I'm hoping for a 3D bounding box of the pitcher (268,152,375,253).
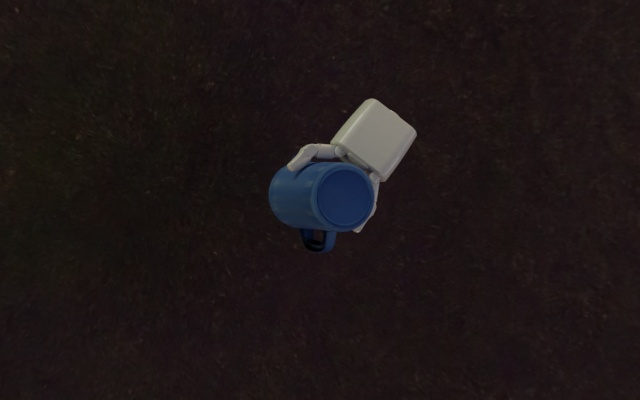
[{"bbox_3d":[0.000,0.003,0.842,0.149,0.145,0.243,42,-11,-15],"label":"pitcher"}]
